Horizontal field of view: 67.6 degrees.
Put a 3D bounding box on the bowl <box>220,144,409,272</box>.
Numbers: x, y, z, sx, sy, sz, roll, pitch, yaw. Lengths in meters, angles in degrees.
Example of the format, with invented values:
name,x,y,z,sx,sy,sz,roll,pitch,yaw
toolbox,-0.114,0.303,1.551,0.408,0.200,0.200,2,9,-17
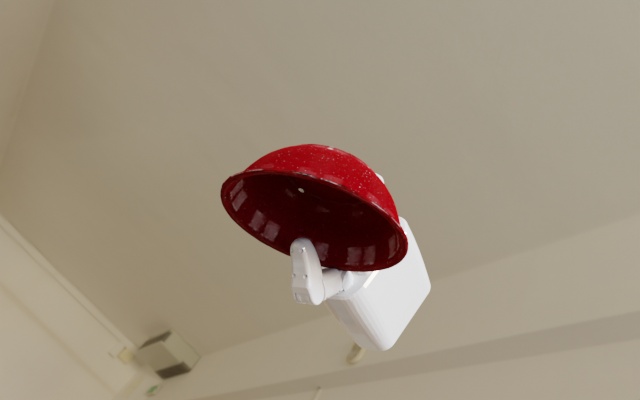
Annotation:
name,x,y,z,sx,sy,sz,roll,pitch,yaw
bowl,0.000,0.000,0.407,0.162,0.055,0.162,15,-28,8
